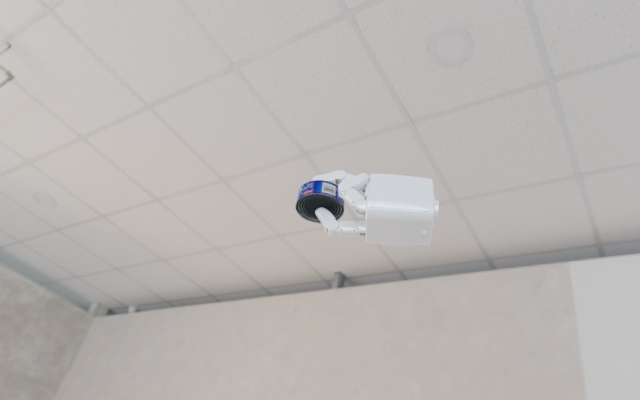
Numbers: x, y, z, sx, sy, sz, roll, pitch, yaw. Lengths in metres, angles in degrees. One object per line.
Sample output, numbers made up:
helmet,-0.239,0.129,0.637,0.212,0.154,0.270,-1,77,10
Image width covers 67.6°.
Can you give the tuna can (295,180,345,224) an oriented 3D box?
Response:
tuna can,0.000,0.002,0.844,0.086,0.033,0.086,4,-37,3
